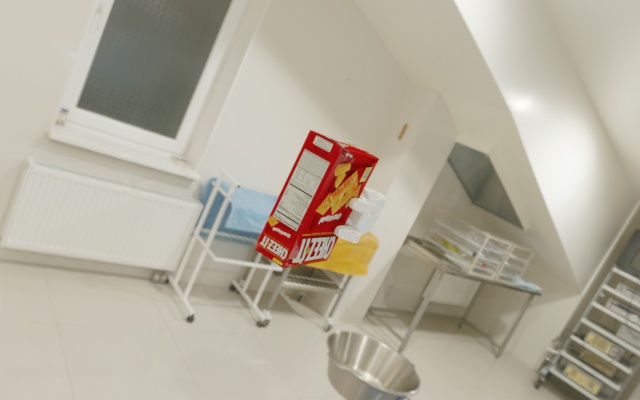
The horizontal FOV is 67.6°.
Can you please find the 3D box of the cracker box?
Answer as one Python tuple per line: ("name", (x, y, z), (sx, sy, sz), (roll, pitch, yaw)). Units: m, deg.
("cracker box", (0.000, 0.002, 0.801), (0.072, 0.214, 0.164), (30, 11, 24))
